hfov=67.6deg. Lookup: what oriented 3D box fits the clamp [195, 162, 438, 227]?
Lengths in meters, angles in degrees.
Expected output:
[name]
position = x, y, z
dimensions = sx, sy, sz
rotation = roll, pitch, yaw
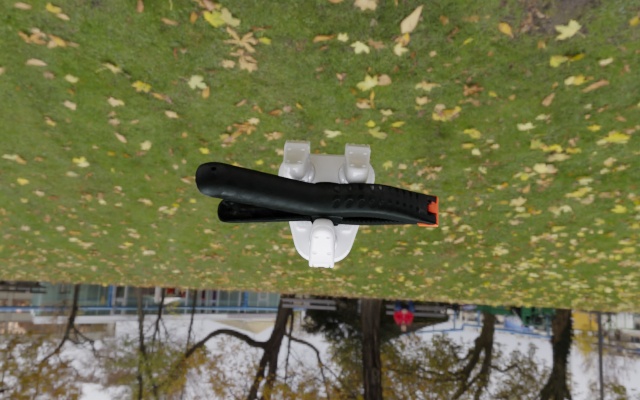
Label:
[clamp]
position = 0.001, 0.002, 0.408
dimensions = 0.210, 0.036, 0.164
rotation = 3, -9, 1
